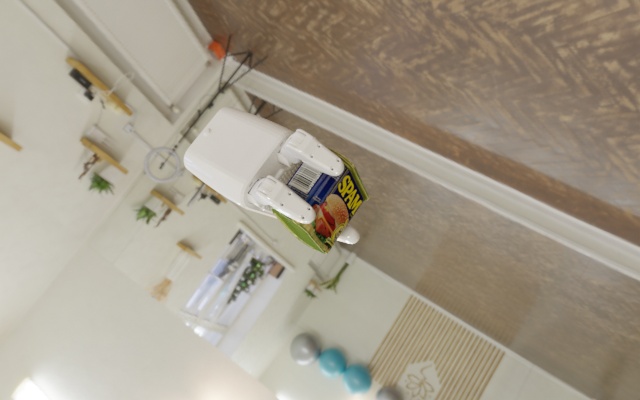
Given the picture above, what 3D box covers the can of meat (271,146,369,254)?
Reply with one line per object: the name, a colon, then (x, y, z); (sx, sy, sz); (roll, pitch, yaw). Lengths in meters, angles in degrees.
can of meat: (0.000, 0.002, 0.515); (0.057, 0.084, 0.102); (29, -14, 28)
